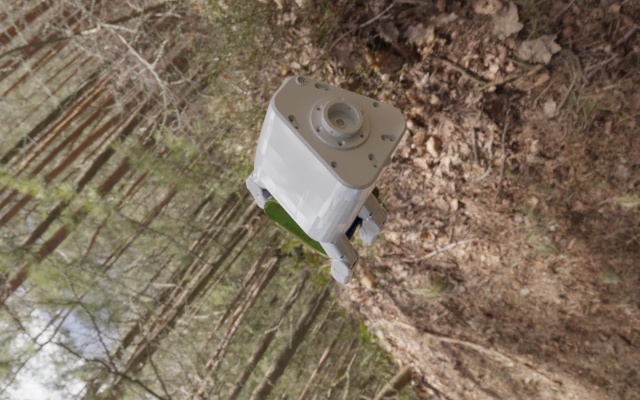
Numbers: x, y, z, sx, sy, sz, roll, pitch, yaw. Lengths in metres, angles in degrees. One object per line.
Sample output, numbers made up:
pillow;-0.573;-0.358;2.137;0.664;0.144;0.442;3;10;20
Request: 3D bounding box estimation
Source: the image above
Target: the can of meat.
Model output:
can of meat;0.000;0.002;0.521;0.102;0.084;0.057;34;-29;-1
